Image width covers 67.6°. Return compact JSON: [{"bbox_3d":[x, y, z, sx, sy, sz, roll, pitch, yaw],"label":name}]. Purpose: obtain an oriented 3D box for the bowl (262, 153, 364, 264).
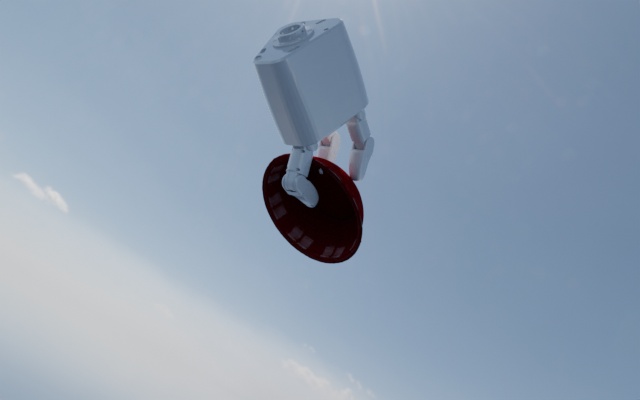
[{"bbox_3d":[0.000,0.003,0.633,0.162,0.162,0.055,0,27,42],"label":"bowl"}]
